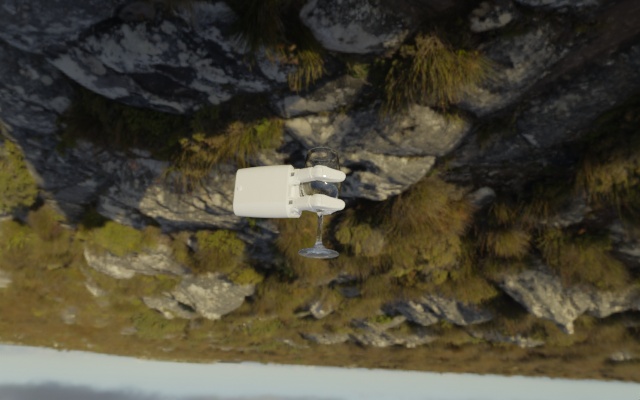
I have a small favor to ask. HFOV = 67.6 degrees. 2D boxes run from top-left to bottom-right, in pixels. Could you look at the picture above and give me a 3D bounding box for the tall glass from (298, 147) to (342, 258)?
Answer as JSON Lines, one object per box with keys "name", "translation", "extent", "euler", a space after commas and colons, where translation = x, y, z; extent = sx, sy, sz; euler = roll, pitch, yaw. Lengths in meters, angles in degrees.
{"name": "tall glass", "translation": [0.000, 0.004, 0.899], "extent": [0.079, 0.201, 0.079], "euler": [3, -19, 1]}
